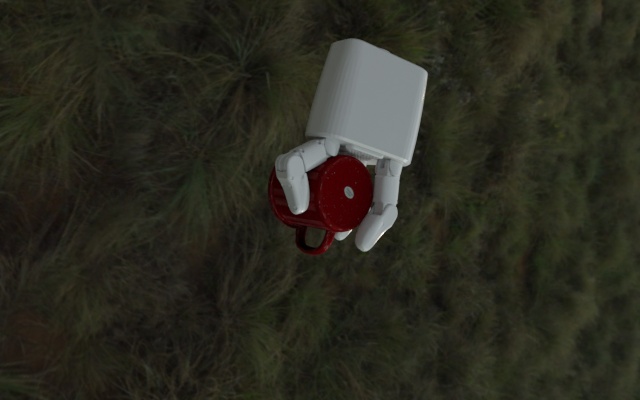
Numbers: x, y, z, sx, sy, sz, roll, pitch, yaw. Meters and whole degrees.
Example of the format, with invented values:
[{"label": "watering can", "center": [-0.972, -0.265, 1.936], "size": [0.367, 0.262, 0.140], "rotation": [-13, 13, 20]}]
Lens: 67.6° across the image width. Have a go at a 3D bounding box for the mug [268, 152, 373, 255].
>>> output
[{"label": "mug", "center": [0.000, 0.003, 0.522], "size": [0.093, 0.117, 0.081], "rotation": [17, -6, -40]}]
